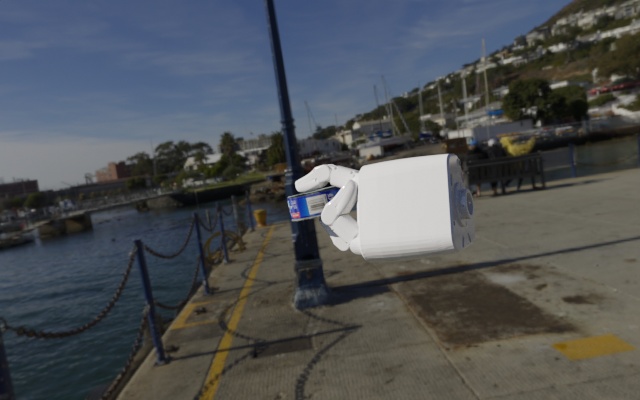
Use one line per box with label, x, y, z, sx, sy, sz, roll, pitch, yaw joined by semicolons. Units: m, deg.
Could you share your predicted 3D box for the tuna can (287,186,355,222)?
tuna can;0.000;0.002;0.632;0.086;0.034;0.086;-13;2;1
